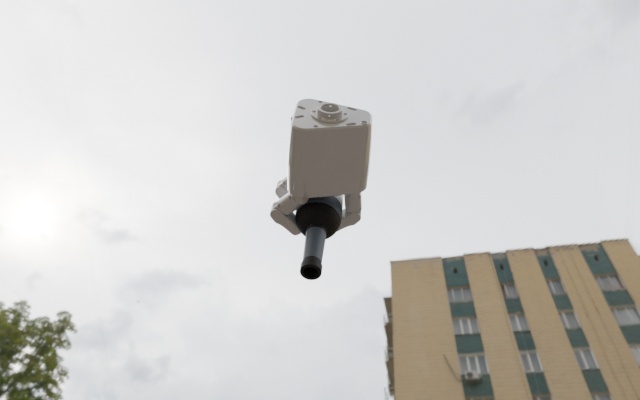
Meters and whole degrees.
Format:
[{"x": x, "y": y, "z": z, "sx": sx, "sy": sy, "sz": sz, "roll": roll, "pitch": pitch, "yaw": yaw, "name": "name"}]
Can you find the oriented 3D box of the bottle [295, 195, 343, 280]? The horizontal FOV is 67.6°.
[{"x": 0.000, "y": 0.002, "z": 0.712, "sx": 0.069, "sy": 0.069, "sz": 0.295, "roll": 0, "pitch": 37, "yaw": 6, "name": "bottle"}]
